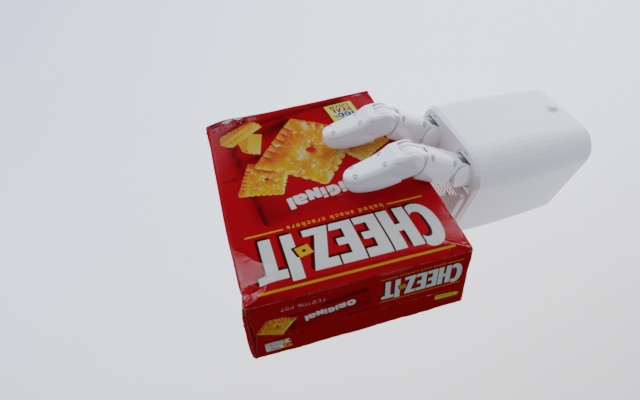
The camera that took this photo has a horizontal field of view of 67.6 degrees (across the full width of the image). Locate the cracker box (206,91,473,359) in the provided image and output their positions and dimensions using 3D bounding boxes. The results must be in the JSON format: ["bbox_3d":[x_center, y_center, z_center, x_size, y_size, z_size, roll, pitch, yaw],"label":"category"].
[{"bbox_3d":[0.000,0.001,0.401,0.164,0.072,0.213,-14,45,-9],"label":"cracker box"}]
